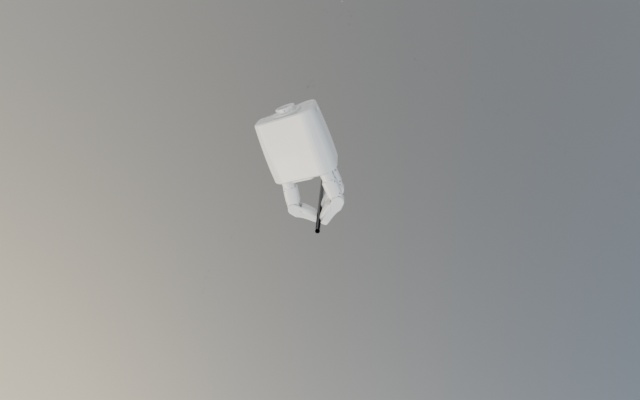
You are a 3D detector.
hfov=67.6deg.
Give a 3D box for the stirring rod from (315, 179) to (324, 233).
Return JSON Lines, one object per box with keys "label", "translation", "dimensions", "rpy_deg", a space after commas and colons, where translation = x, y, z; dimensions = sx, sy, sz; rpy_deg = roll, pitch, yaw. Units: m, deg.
{"label": "stirring rod", "translation": [0.000, 0.003, 0.873], "dimensions": [0.011, 0.011, 0.239], "rpy_deg": [0, 23, 3]}
